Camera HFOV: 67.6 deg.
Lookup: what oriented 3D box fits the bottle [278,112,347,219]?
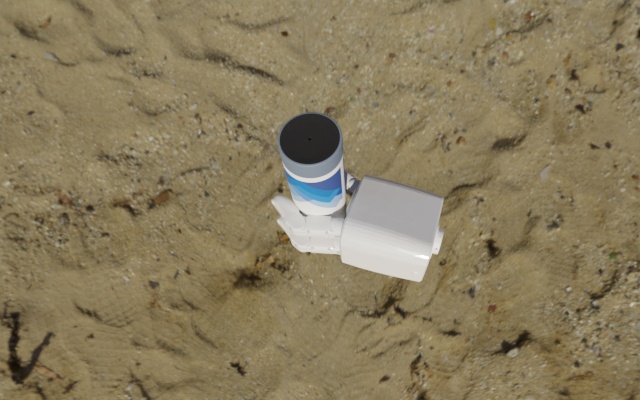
[{"bbox_3d":[0.000,0.002,0.616,0.069,0.069,0.296,0,-26,5],"label":"bottle"}]
